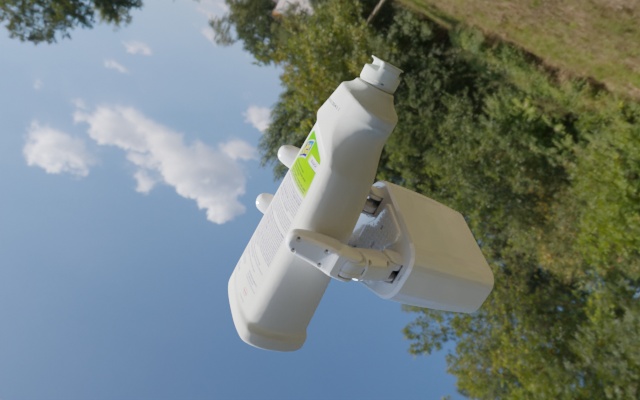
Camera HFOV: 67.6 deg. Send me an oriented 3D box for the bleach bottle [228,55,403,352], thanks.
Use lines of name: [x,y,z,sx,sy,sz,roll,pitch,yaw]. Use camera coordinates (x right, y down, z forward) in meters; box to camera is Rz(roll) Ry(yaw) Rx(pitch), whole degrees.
bleach bottle: [0.000,0.001,0.408,0.068,0.251,0.102,18,21,-28]
